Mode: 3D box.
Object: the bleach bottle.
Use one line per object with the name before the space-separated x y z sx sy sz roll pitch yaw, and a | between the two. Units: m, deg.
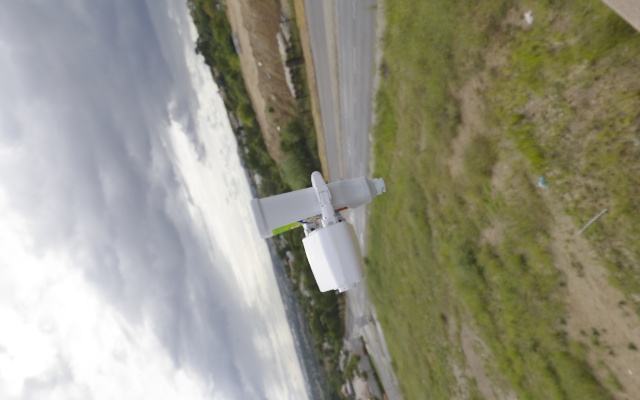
bleach bottle | 0.000 0.003 0.881 0.251 0.068 0.102 -16 -11 -8
